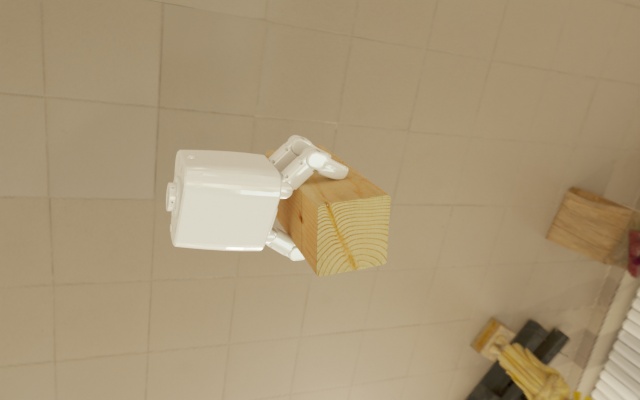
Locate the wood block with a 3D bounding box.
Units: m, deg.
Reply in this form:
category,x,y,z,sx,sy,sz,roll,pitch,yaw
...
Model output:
category,x,y,z,sx,sy,sz,roll,pitch,yaw
wood block,0.000,0.002,0.616,0.090,0.091,0.206,-8,25,-20
